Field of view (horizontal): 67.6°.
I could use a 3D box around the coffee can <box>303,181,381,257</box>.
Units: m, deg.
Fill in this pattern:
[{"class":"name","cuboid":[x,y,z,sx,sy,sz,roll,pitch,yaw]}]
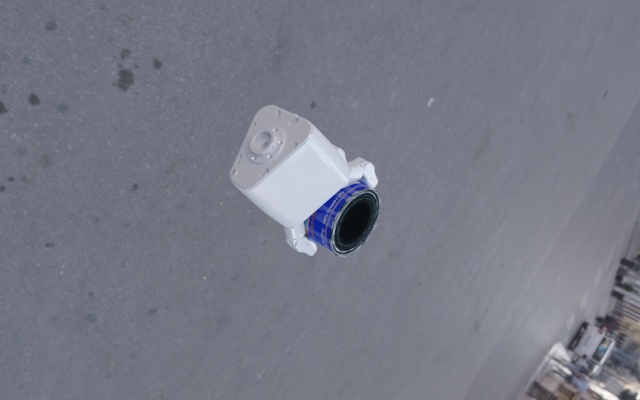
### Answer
[{"class":"coffee can","cuboid":[0.000,0.002,0.679,0.140,0.103,0.103,30,18,35]}]
